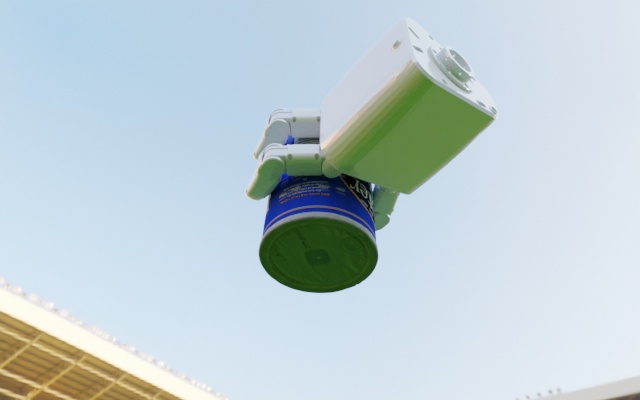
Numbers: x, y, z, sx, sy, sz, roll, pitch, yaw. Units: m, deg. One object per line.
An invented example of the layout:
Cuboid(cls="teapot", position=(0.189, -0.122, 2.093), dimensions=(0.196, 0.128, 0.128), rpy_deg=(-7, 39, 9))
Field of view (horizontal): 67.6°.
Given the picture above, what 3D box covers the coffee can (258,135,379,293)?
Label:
Cuboid(cls="coffee can", position=(0.000, 0.002, 0.457), dimensions=(0.103, 0.103, 0.140), rpy_deg=(0, 44, 2))
